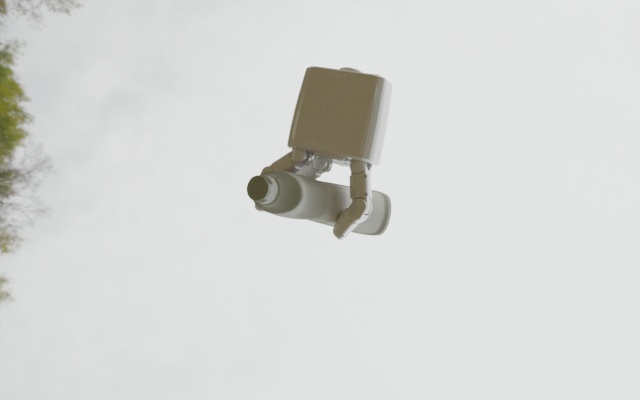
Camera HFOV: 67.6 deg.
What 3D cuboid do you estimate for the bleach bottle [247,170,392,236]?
[{"bbox_3d":[0.000,0.002,0.616,0.102,0.068,0.251,9,-2,30],"label":"bleach bottle"}]
